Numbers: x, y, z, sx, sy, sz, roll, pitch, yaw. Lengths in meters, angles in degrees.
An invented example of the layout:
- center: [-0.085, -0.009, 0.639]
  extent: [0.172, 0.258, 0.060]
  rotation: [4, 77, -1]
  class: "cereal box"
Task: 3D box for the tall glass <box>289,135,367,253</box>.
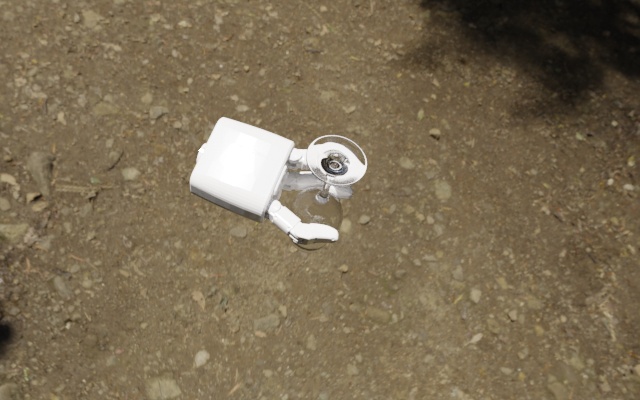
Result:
- center: [0.000, 0.002, 0.649]
  extent: [0.079, 0.079, 0.201]
  rotation: [0, -31, -13]
  class: "tall glass"
